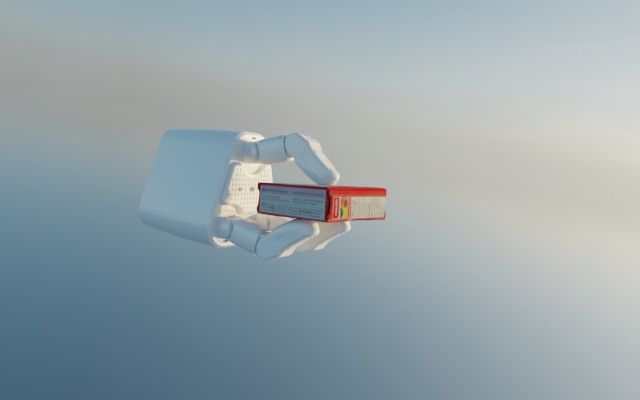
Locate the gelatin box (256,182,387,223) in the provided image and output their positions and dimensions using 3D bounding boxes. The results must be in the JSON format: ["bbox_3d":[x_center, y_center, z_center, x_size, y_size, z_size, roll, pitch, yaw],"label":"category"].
[{"bbox_3d":[0.000,0.001,0.410,0.089,0.030,0.073,4,3,44],"label":"gelatin box"}]
